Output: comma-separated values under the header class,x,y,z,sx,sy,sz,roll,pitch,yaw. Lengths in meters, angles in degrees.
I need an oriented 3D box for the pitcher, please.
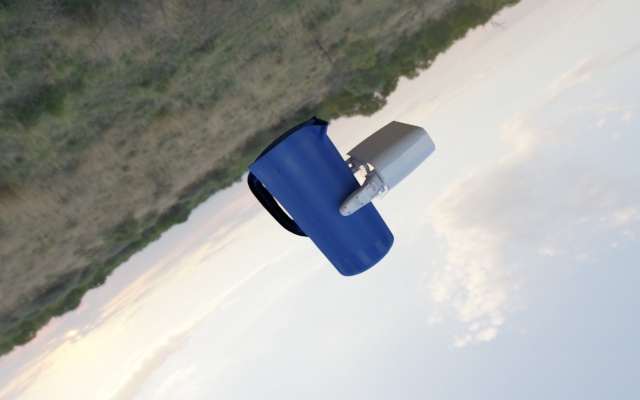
class,x,y,z,sx,sy,sz,roll,pitch,yaw
pitcher,0.000,0.002,0.761,0.145,0.243,0.149,-39,9,-11
